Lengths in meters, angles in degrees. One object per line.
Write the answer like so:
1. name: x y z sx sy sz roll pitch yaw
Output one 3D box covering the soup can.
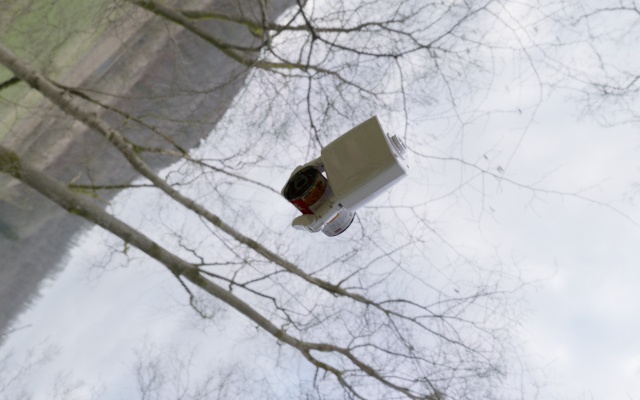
1. soup can: 0.000 0.003 0.755 0.068 0.068 0.102 0 -37 50
